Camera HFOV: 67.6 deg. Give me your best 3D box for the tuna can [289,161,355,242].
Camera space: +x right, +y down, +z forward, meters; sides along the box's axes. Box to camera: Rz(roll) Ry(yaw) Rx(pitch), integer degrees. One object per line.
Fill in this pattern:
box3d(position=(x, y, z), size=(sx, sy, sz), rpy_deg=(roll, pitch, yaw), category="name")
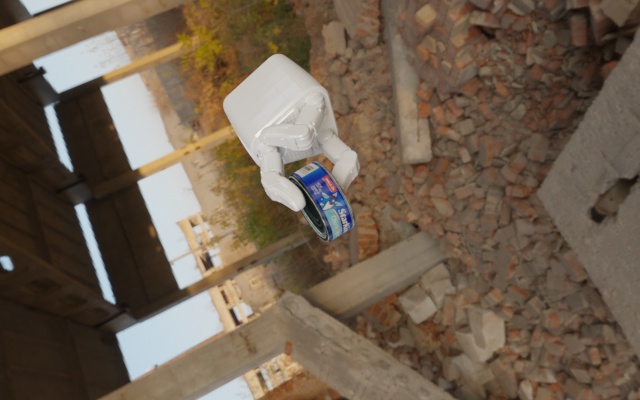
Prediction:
box3d(position=(0.000, 0.002, 0.523), size=(0.034, 0.086, 0.086), rpy_deg=(-30, 8, -13), category="tuna can")
